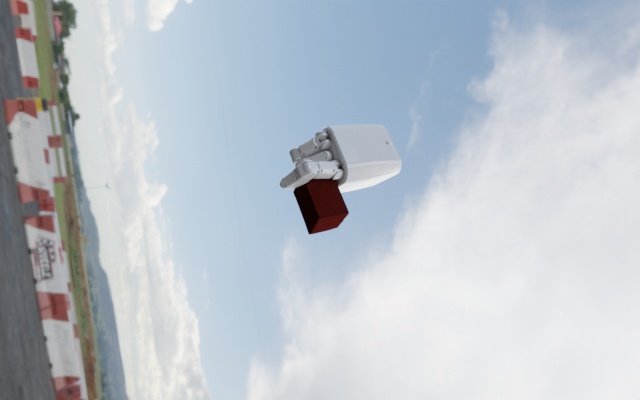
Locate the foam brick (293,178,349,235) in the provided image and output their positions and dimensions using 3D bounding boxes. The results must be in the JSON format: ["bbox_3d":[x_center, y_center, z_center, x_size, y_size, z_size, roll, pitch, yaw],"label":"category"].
[{"bbox_3d":[0.000,0.003,0.720,0.051,0.078,0.053,-9,-26,-27],"label":"foam brick"}]
